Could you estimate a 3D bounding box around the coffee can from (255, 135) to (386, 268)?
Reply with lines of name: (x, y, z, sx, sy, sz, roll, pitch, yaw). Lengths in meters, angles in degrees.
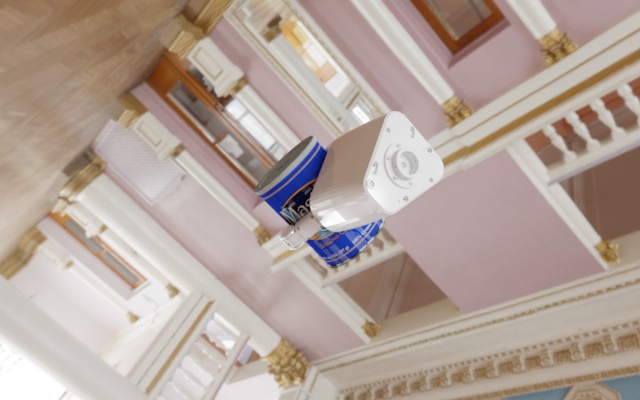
coffee can: (0.000, 0.002, 0.616, 0.103, 0.140, 0.102, -41, 14, 12)
